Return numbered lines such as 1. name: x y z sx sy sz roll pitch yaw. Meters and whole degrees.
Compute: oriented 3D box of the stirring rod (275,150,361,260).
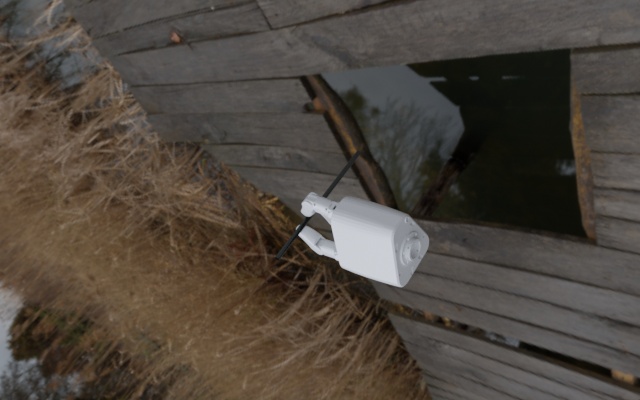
1. stirring rod: 0.000 0.002 0.781 0.011 0.239 0.011 30 -25 16
